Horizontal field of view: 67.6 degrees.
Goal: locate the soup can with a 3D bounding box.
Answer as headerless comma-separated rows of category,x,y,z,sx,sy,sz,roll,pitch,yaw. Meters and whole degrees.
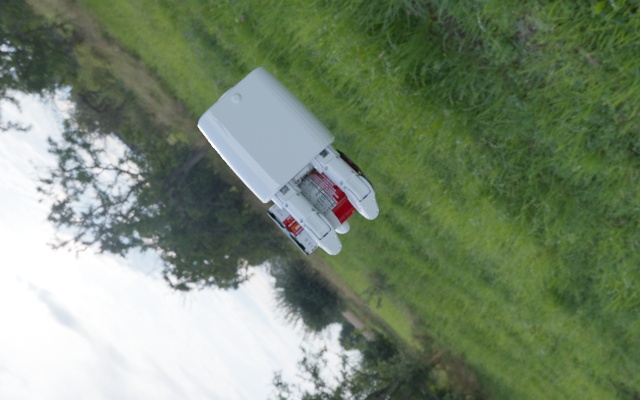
soup can,0.000,0.002,0.522,0.102,0.068,0.068,-43,6,-6
